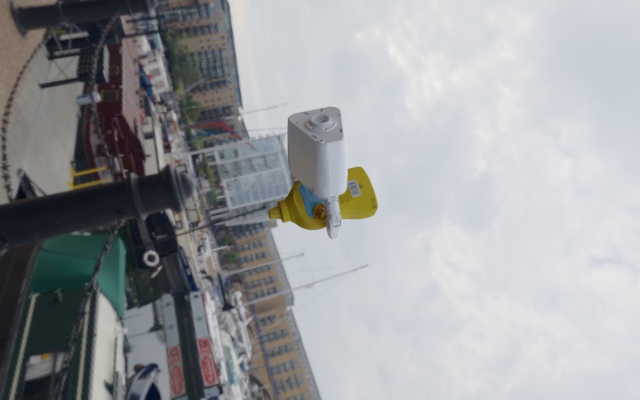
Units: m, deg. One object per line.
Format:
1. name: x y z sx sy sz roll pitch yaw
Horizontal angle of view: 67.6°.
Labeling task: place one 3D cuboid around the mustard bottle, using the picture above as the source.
1. mustard bottle: 0.000 0.003 0.860 0.191 0.096 0.058 -14 -22 -13
